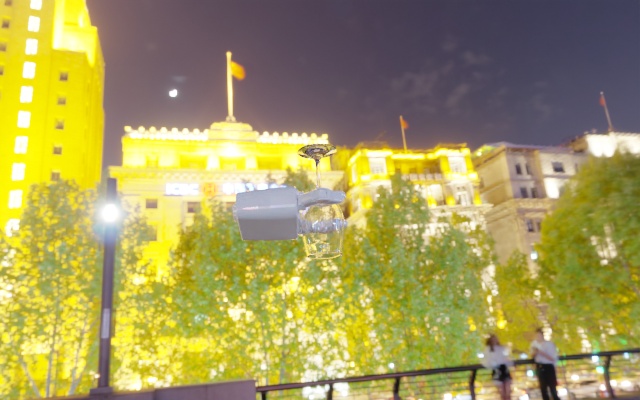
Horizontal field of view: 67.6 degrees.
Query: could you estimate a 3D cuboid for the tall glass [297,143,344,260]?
[{"bbox_3d":[0.000,0.002,0.864,0.079,0.201,0.079,-4,-16,-1],"label":"tall glass"}]
